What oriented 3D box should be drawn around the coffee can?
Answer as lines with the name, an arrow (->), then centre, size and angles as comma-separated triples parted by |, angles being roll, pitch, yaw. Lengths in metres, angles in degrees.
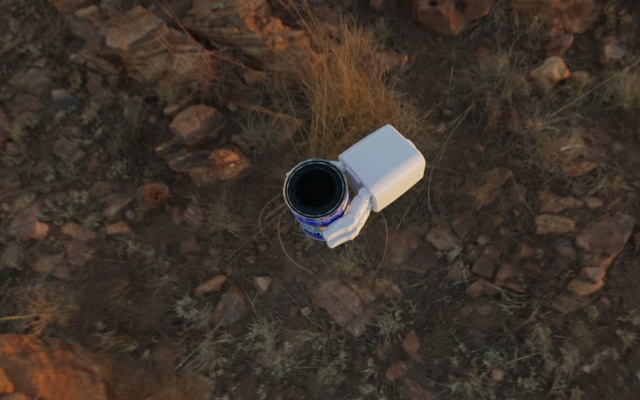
coffee can -> 0.000, 0.003, 0.810 | 0.103, 0.102, 0.140 | 0, -18, 8
